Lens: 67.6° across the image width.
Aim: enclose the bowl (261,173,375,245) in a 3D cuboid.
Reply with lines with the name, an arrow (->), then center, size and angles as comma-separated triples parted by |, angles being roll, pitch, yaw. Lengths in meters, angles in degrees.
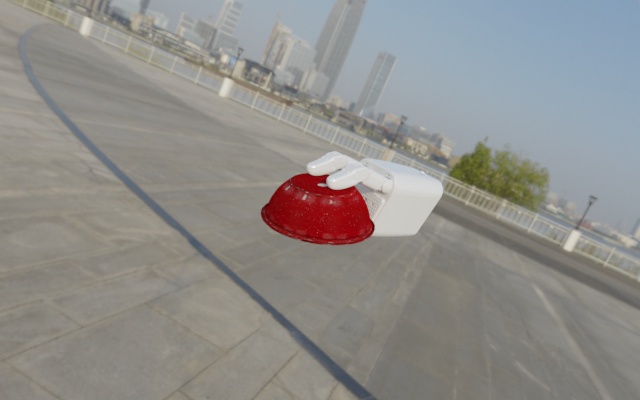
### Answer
bowl -> -0.001, 0.002, 0.660 | 0.162, 0.055, 0.162 | 7, 21, -3
